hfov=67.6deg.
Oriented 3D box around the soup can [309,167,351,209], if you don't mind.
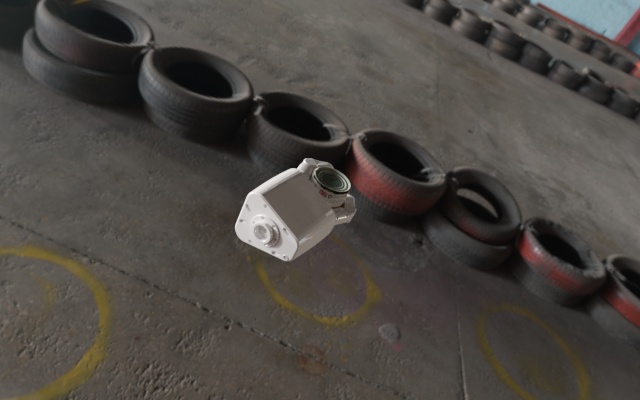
[{"bbox_3d":[0.001,0.002,0.796,0.068,0.102,0.068,19,35,-13],"label":"soup can"}]
